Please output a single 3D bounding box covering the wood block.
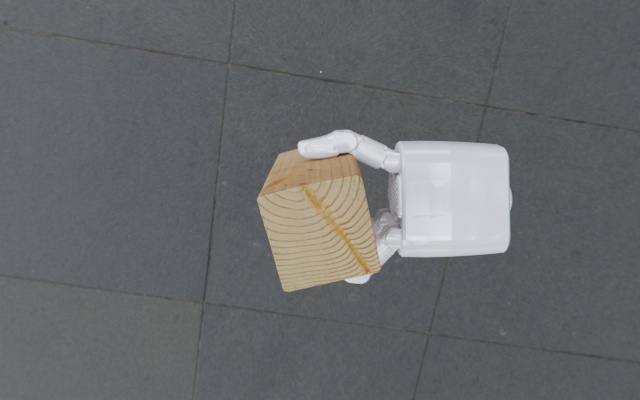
[{"bbox_3d":[0.000,0.001,0.498,0.090,0.091,0.206,-12,15,3],"label":"wood block"}]
